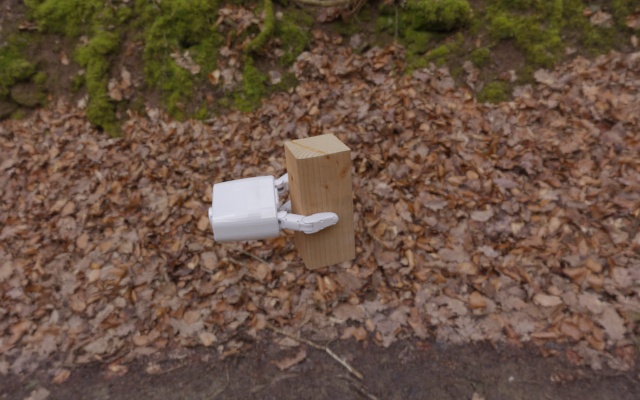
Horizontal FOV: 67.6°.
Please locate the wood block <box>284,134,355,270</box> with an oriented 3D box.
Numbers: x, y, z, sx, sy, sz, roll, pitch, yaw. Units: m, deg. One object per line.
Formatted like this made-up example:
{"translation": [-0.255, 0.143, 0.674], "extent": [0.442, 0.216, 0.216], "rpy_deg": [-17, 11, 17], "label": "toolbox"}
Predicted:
{"translation": [0.000, 0.003, 0.821], "extent": [0.090, 0.206, 0.090], "rpy_deg": [-12, 28, -14], "label": "wood block"}
